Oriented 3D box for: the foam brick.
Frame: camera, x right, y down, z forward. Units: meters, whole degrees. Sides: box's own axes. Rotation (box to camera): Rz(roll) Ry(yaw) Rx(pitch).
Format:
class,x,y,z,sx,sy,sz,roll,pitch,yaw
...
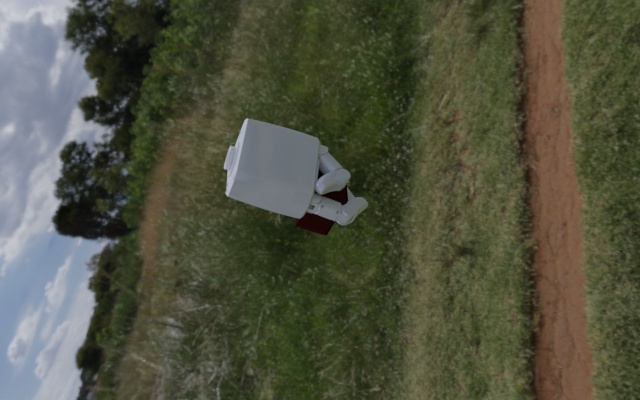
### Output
class,x,y,z,sx,sy,sz,roll,pitch,yaw
foam brick,0.000,0.003,0.688,0.051,0.053,0.078,15,-48,-17
